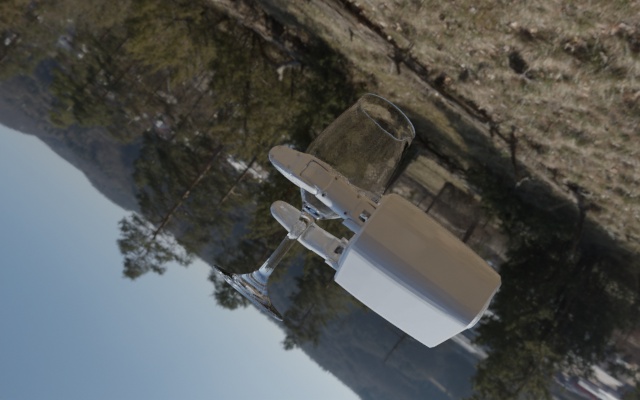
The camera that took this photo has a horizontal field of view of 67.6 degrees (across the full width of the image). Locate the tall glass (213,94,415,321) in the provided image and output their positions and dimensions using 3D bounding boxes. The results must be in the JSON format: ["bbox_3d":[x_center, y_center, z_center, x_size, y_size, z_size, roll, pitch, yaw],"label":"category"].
[{"bbox_3d":[0.000,0.002,0.418,0.079,0.201,0.079,37,-10,7],"label":"tall glass"}]
